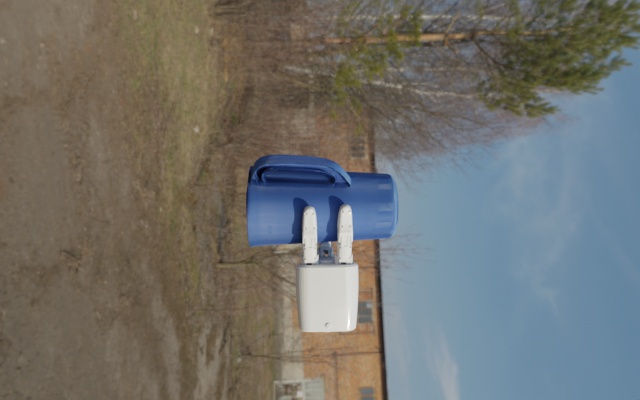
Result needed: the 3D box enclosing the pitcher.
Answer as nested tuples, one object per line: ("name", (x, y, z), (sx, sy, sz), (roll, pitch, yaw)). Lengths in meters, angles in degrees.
("pitcher", (0.000, 0.003, 0.781), (0.243, 0.145, 0.149), (0, 1, -2))
